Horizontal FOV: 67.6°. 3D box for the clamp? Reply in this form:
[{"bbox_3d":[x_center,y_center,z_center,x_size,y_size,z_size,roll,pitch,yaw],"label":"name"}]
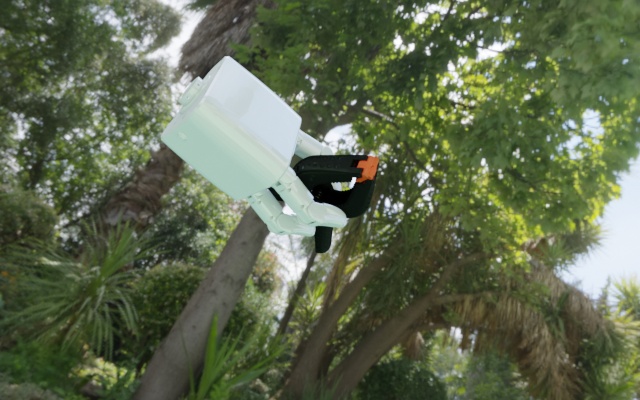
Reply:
[{"bbox_3d":[0.001,0.001,0.559,0.165,0.036,0.210,38,-35,-26],"label":"clamp"}]
